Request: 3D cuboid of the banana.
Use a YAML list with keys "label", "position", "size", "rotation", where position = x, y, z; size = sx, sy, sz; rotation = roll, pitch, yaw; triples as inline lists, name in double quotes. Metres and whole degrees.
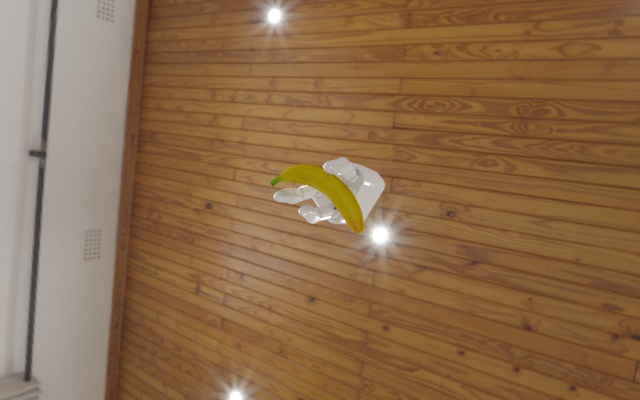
- label: "banana"
  position: [0.006, -0.015, 0.810]
  size: [0.197, 0.069, 0.037]
  rotation: [29, 5, 29]
